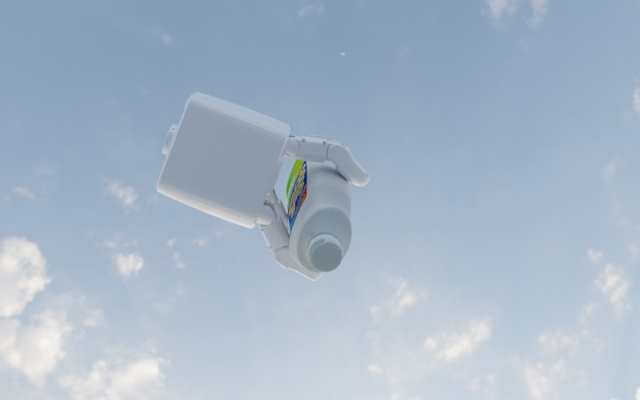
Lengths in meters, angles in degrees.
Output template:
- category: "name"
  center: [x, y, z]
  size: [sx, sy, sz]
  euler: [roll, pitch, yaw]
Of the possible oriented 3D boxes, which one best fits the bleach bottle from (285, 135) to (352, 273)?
- category: "bleach bottle"
  center: [0.000, 0.002, 0.532]
  size: [0.068, 0.102, 0.250]
  euler: [21, 16, -11]
